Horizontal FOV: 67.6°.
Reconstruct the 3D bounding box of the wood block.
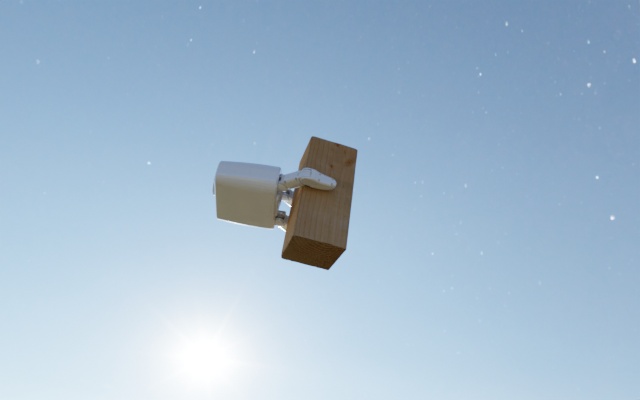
[{"bbox_3d":[0.000,0.002,0.832,0.090,0.206,0.091,16,-34,-10],"label":"wood block"}]
